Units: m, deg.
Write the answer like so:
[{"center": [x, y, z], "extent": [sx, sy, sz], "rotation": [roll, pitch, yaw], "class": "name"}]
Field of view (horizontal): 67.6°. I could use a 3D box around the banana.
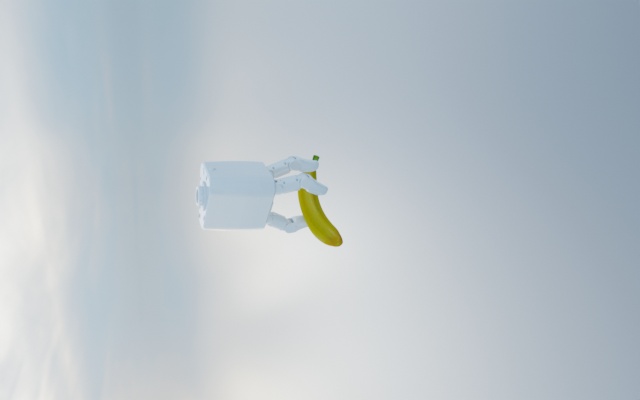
[{"center": [-0.008, 0.011, 0.845], "extent": [0.037, 0.197, 0.070], "rotation": [4, -39, -27], "class": "banana"}]
